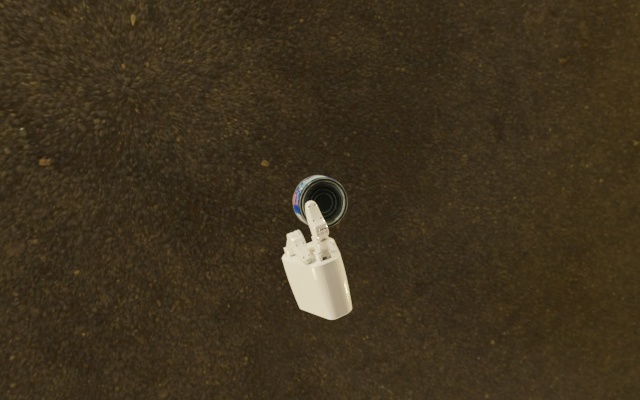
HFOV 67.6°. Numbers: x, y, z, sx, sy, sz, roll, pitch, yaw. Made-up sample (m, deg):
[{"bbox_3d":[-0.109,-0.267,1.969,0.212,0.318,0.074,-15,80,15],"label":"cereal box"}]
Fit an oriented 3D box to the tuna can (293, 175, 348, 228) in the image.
[{"bbox_3d":[0.000,0.003,0.777,0.086,0.086,0.033,0,7,-20],"label":"tuna can"}]
